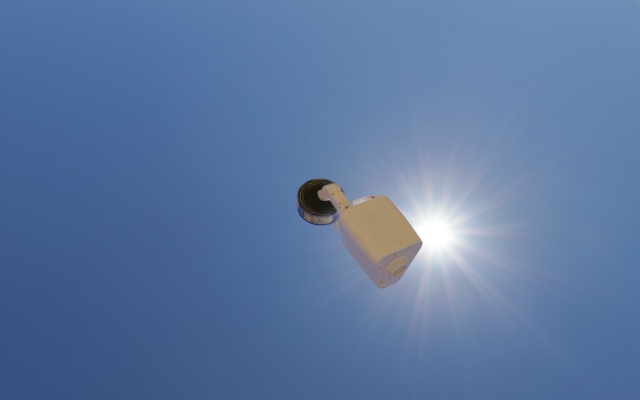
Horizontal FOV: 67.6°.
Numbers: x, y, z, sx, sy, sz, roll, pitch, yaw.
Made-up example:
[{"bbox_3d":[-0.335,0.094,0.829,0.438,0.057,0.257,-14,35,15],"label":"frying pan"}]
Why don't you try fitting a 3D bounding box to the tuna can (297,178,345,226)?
[{"bbox_3d":[0.000,0.003,0.859,0.086,0.086,0.034,0,-40,-6],"label":"tuna can"}]
